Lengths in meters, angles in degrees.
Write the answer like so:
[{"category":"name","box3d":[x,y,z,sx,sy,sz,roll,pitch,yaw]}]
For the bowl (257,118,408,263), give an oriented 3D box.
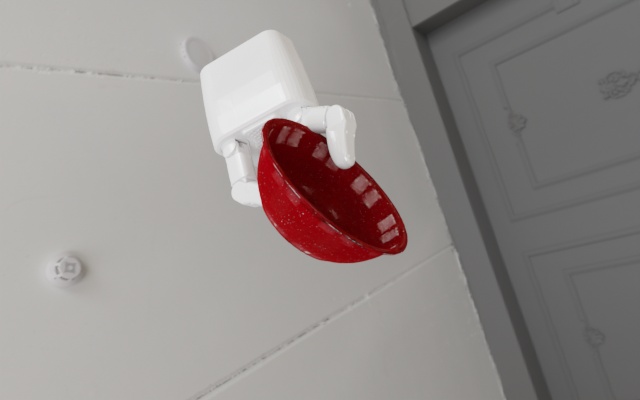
[{"category":"bowl","box3d":[0.000,0.003,0.422,0.055,0.162,0.162,-48,-23,22]}]
